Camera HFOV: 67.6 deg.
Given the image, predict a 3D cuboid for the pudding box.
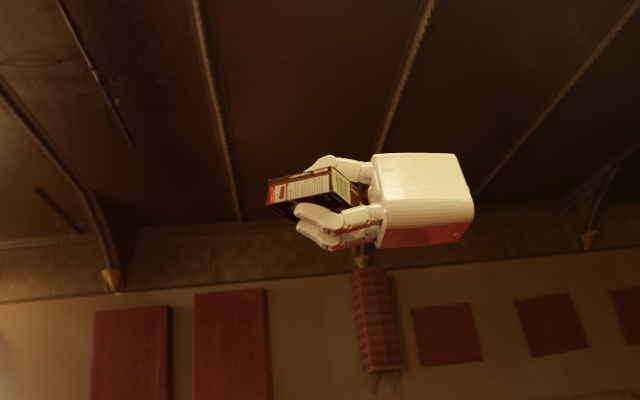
[{"bbox_3d":[0.000,0.002,0.597,0.090,0.039,0.113,-12,-28,24],"label":"pudding box"}]
